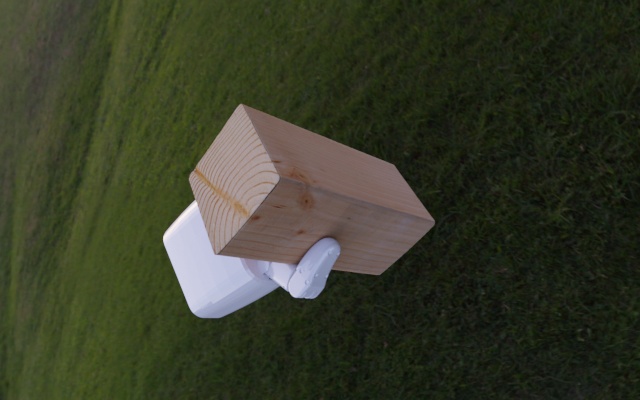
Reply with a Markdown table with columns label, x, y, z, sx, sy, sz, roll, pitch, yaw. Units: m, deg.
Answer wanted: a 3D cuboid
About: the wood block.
| label | x | y | z | sx | sy | sz | roll | pitch | yaw |
| --- | --- | --- | --- | --- | --- | --- | --- | --- | --- |
| wood block | 0.000 | 0.002 | 0.442 | 0.206 | 0.090 | 0.090 | 14 | -53 | -44 |
